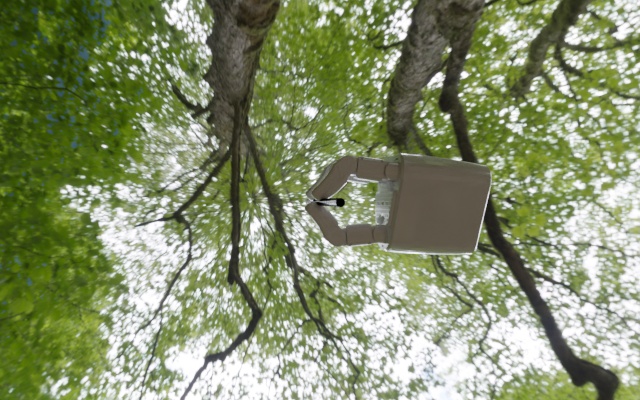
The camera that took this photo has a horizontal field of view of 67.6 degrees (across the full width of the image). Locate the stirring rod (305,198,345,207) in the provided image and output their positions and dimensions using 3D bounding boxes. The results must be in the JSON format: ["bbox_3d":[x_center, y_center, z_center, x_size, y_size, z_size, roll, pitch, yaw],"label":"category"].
[{"bbox_3d":[0.000,0.002,0.526,0.011,0.011,0.239,0,0,-8],"label":"stirring rod"}]
